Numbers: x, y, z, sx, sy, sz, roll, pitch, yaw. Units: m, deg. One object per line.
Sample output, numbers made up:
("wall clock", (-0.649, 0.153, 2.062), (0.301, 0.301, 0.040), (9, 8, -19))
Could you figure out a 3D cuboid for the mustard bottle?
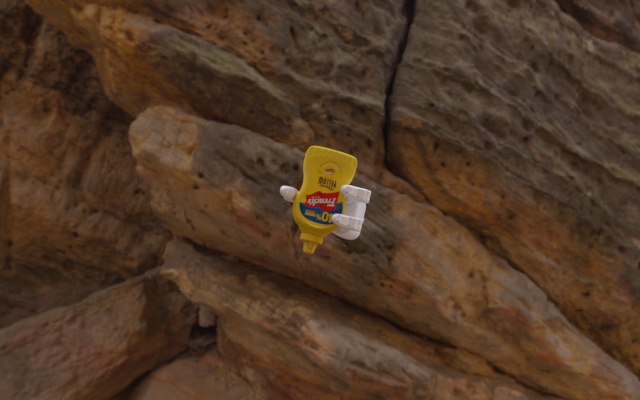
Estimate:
("mustard bottle", (0.000, 0.003, 0.876), (0.096, 0.191, 0.058), (15, -8, -8))
